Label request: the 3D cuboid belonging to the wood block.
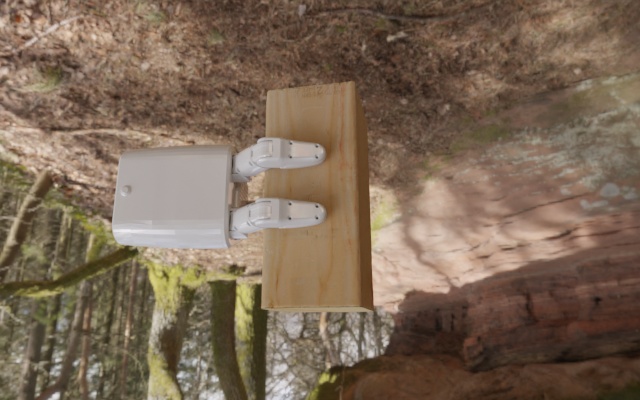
[{"bbox_3d":[0.000,0.002,0.465,0.090,0.206,0.091,-4,-16,12],"label":"wood block"}]
